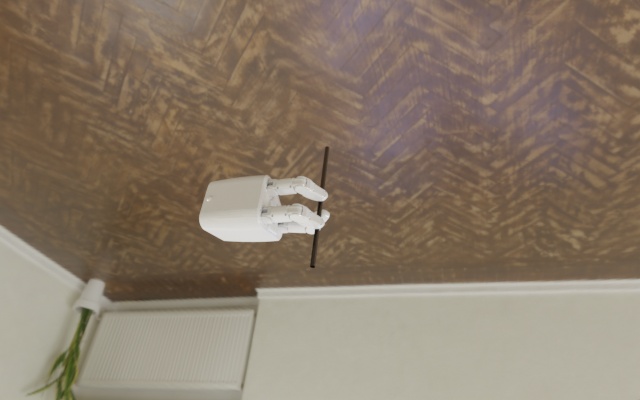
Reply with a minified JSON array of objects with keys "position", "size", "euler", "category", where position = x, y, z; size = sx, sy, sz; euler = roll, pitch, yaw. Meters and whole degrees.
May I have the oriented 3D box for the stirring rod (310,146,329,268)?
[{"position":[0.000,0.003,0.789],"size":[0.011,0.239,0.011],"euler":[5,-35,3],"category":"stirring rod"}]
